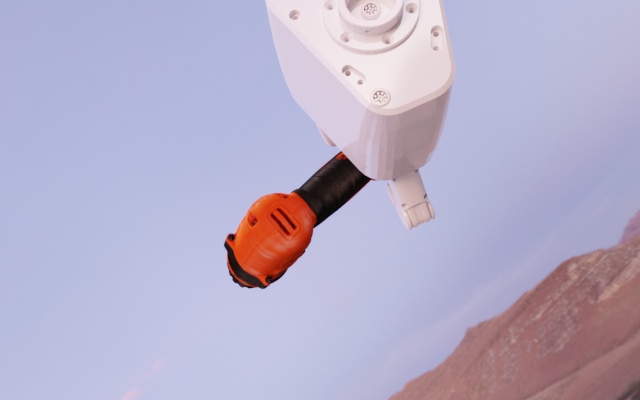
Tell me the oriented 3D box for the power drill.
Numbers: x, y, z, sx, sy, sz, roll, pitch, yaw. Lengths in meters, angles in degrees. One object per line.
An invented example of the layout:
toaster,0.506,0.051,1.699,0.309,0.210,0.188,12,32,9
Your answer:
power drill,0.000,0.001,0.409,0.187,0.057,0.184,-42,-1,-23
